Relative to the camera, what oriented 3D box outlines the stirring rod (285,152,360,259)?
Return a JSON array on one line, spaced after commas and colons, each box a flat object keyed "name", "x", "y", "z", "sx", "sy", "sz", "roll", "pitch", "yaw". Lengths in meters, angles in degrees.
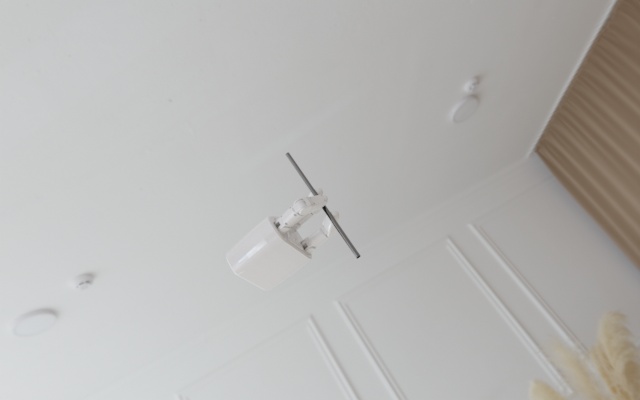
[{"name": "stirring rod", "x": 0.000, "y": 0.003, "z": 0.818, "sx": 0.011, "sy": 0.239, "sz": 0.011, "roll": -26, "pitch": -28, "yaw": -16}]
